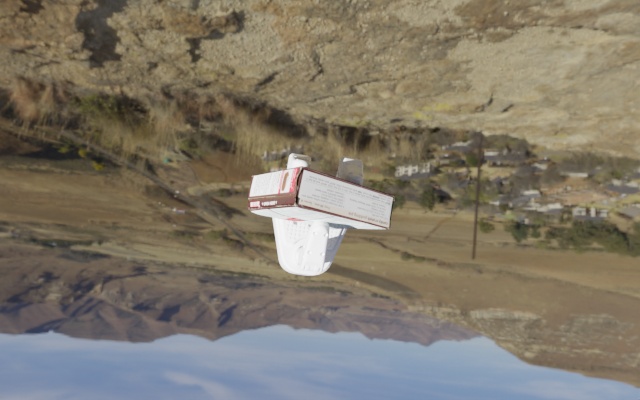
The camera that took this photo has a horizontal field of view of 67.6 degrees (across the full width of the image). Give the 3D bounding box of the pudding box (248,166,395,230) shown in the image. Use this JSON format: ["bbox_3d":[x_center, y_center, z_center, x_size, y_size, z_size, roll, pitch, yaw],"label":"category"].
[{"bbox_3d":[0.000,0.002,0.460,0.113,0.039,0.090,13,-11,-35],"label":"pudding box"}]
